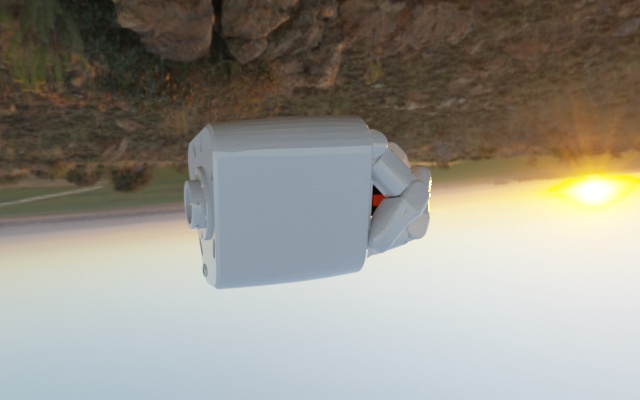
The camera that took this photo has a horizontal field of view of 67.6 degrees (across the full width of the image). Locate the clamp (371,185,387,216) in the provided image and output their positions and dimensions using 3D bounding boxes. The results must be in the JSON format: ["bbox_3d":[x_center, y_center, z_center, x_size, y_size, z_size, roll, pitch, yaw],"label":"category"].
[{"bbox_3d":[0.000,0.002,0.442,0.120,0.039,0.171,-5,-2,-24],"label":"clamp"}]
